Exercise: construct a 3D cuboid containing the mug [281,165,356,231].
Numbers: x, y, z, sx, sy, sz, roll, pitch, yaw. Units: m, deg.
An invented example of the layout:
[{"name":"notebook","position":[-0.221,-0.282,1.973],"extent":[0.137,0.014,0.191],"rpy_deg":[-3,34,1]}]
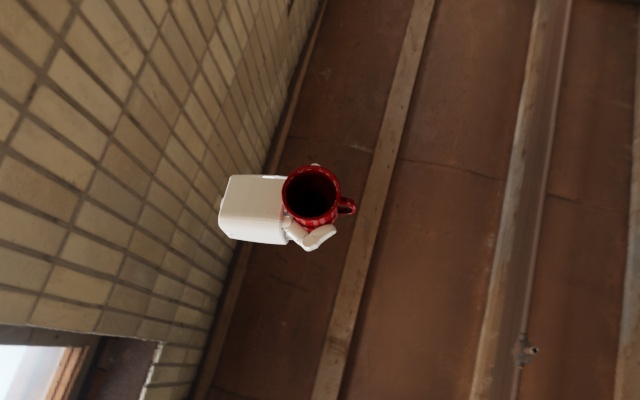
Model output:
[{"name":"mug","position":[0.002,0.003,0.773],"extent":[0.117,0.093,0.081],"rpy_deg":[7,-19,7]}]
